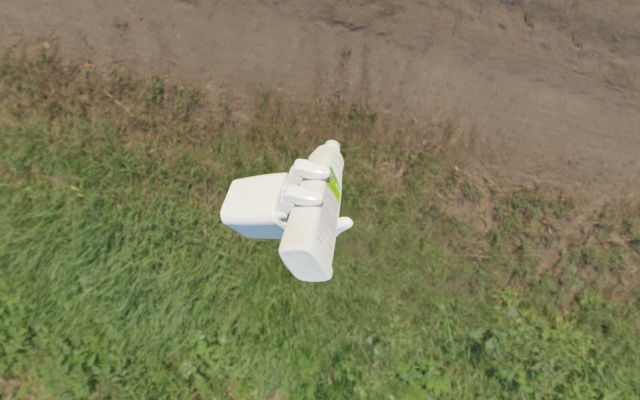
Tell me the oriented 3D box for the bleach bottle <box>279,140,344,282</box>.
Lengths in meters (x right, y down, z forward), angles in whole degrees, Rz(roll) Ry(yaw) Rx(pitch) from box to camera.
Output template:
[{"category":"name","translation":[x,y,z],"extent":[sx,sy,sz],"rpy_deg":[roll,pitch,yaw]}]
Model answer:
[{"category":"bleach bottle","translation":[0.000,0.003,0.800],"extent":[0.068,0.250,0.103],"rpy_deg":[-4,-41,23]}]
